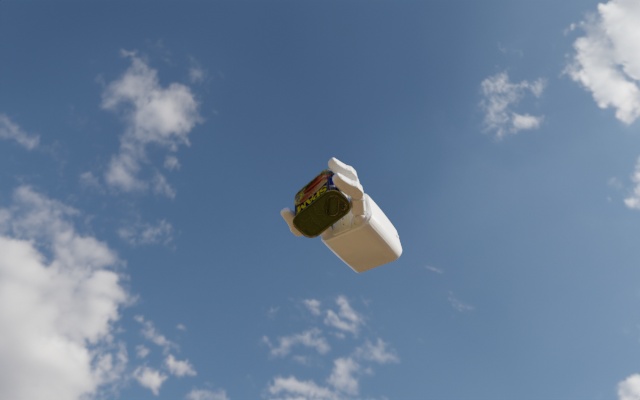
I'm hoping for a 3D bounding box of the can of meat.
[{"bbox_3d":[0.000,0.003,0.837,0.102,0.057,0.084,-38,26,19],"label":"can of meat"}]
